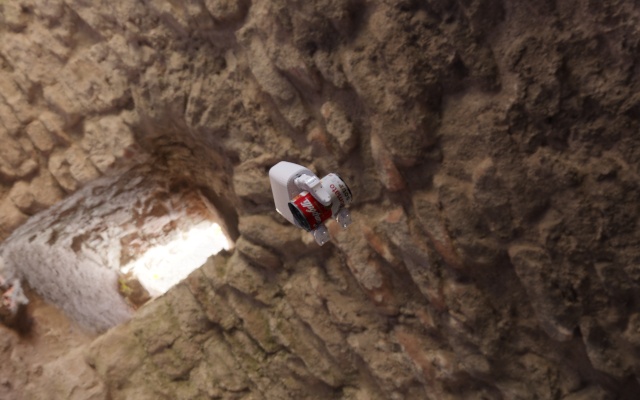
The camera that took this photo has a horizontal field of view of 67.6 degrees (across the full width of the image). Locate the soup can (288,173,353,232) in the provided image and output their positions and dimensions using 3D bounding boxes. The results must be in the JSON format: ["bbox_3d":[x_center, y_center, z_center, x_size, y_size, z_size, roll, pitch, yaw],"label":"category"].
[{"bbox_3d":[0.001,0.003,0.885,0.102,0.068,0.068,-35,11,-16],"label":"soup can"}]
